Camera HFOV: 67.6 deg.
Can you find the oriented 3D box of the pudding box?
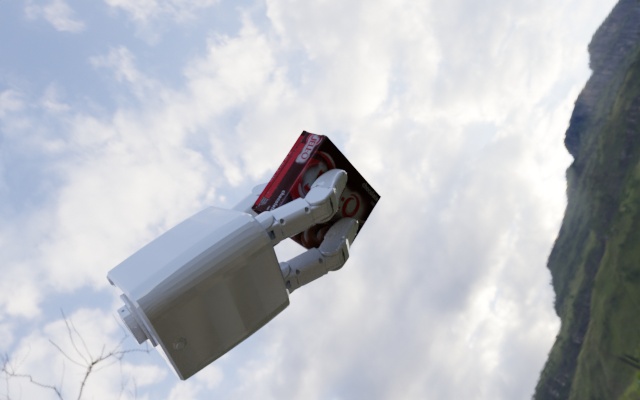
[{"bbox_3d":[0.000,0.001,0.457,0.039,0.090,0.113,25,-13,42],"label":"pudding box"}]
